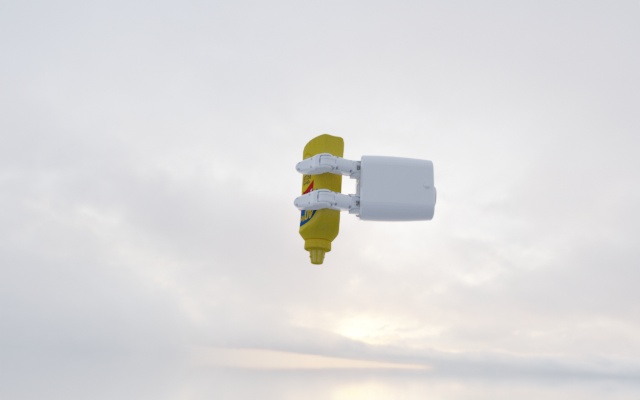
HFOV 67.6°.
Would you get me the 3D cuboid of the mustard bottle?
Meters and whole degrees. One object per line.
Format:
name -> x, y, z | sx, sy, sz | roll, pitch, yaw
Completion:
mustard bottle -> 0.000, 0.002, 0.728 | 0.058, 0.191, 0.096 | 10, -20, -22
